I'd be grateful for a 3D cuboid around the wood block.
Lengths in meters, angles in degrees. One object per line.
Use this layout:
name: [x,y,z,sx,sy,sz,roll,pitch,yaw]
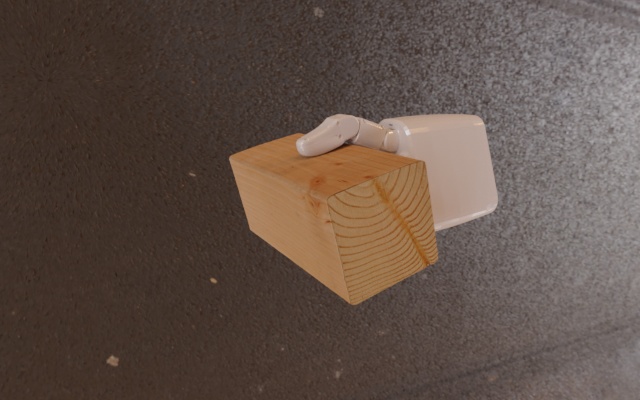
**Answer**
wood block: [0.000,0.001,0.442,0.090,0.091,0.206,-22,22,-24]
